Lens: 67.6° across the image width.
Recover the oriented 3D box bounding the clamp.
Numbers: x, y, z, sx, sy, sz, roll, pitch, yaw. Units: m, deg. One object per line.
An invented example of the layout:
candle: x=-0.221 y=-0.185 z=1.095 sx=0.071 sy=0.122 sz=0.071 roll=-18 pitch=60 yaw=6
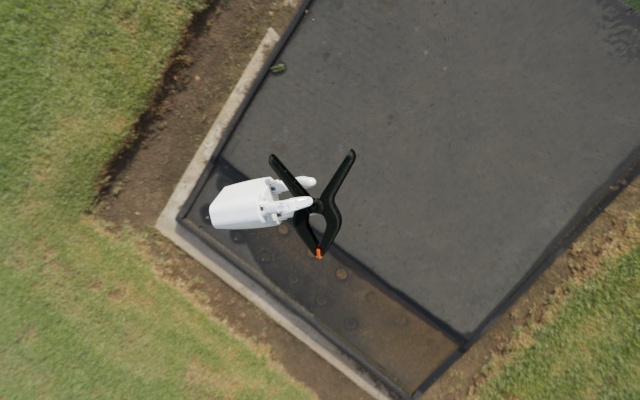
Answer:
clamp: x=0.000 y=0.004 z=0.890 sx=0.164 sy=0.210 sz=0.036 roll=-9 pitch=10 yaw=17
